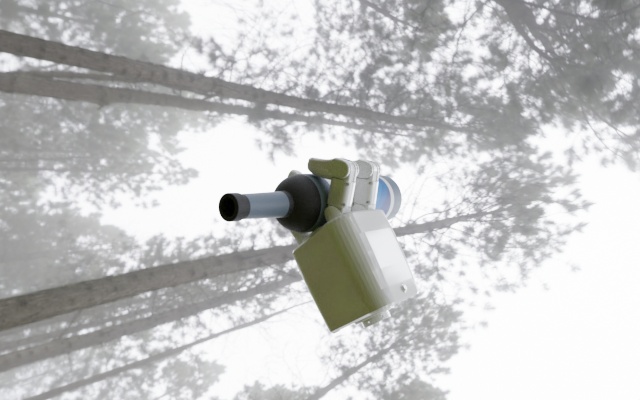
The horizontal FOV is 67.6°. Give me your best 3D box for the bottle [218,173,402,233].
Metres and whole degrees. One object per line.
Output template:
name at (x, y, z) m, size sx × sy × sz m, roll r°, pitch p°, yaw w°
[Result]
bottle at (0.000, 0.002, 0.563) m, size 0.069 × 0.069 × 0.296 m, roll 0°, pitch 2°, yaw 36°
